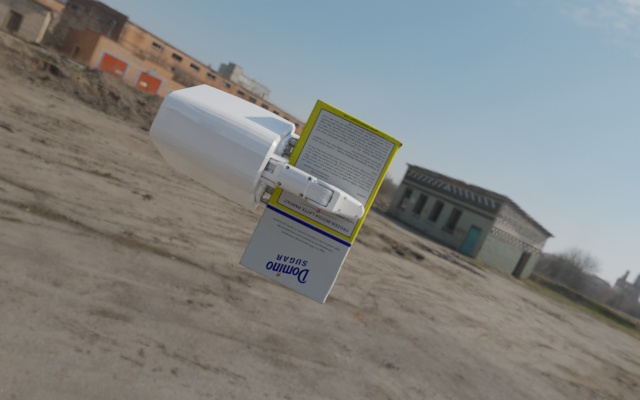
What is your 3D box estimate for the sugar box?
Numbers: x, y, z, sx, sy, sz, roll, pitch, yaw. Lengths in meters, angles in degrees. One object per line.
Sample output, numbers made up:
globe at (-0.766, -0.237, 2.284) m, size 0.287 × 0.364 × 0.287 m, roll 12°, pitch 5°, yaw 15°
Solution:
sugar box at (0.000, 0.001, 0.473) m, size 0.093 × 0.176 × 0.048 m, roll 27°, pitch 4°, yaw 0°
